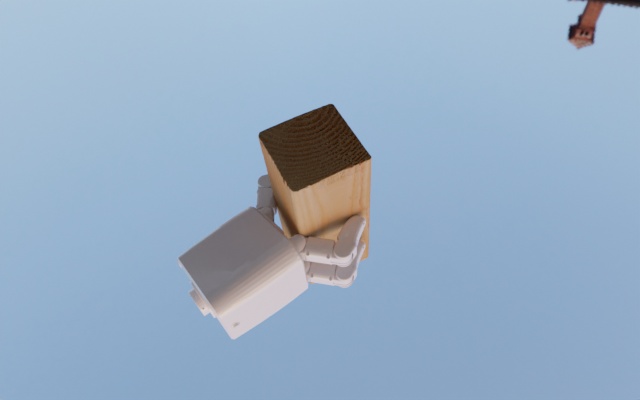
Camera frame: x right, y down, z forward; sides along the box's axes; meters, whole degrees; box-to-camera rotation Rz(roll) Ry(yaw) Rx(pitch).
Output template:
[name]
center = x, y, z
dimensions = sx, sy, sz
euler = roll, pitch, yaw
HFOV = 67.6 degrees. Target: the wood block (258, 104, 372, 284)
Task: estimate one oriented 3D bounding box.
[wood block]
center = 0.000, 0.002, 0.562
dimensions = 0.090, 0.090, 0.206
euler = -24, -32, -12
